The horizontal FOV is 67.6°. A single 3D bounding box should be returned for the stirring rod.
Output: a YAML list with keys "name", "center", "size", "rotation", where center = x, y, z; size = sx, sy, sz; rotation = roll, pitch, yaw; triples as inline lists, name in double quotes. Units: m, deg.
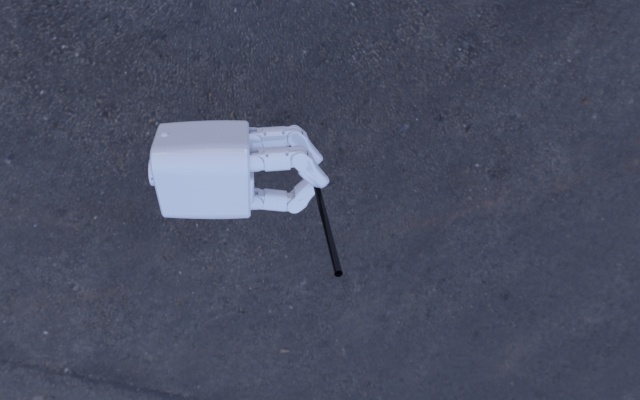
- name: "stirring rod"
  center: [0.000, 0.002, 0.540]
  size: [0.011, 0.011, 0.239]
  rotation: [0, 33, -10]
